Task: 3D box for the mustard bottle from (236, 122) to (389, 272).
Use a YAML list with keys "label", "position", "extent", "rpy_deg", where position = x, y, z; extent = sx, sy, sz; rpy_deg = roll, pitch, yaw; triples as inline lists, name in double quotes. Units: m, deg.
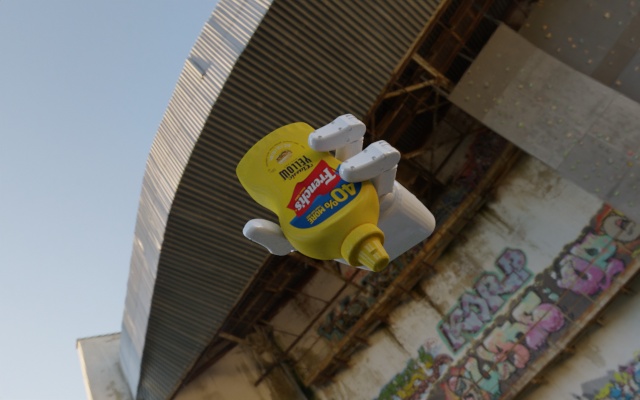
- label: "mustard bottle"
  position: [0.000, 0.001, 0.465]
  extent: [0.096, 0.058, 0.191]
  rpy_deg: [-35, 51, -11]
